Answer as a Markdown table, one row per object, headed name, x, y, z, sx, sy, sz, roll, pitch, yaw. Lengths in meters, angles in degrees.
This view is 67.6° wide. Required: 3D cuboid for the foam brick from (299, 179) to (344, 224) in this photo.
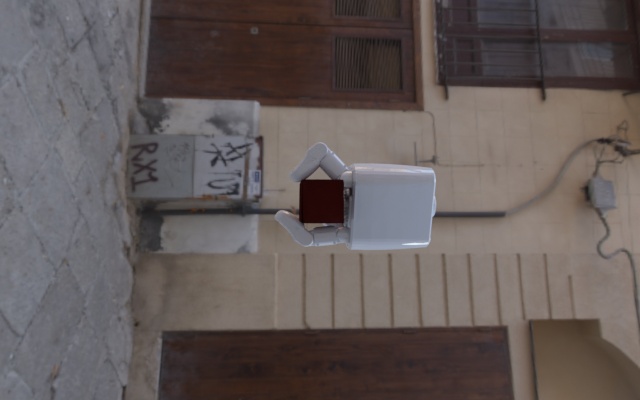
| name | x | y | z | sx | sy | sz | roll | pitch | yaw |
| --- | --- | --- | --- | --- | --- | --- | --- | --- | --- |
| foam brick | 0.000 | 0.002 | 0.594 | 0.051 | 0.053 | 0.078 | 1 | -1 | -4 |
